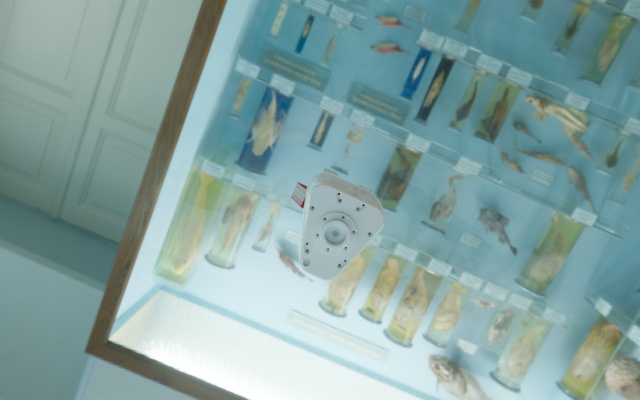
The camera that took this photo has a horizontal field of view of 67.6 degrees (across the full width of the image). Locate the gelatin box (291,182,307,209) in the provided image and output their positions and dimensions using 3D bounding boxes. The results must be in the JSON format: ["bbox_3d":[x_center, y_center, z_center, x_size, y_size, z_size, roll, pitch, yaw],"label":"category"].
[{"bbox_3d":[0.000,0.003,0.724,0.073,0.030,0.089,22,4,-16],"label":"gelatin box"}]
